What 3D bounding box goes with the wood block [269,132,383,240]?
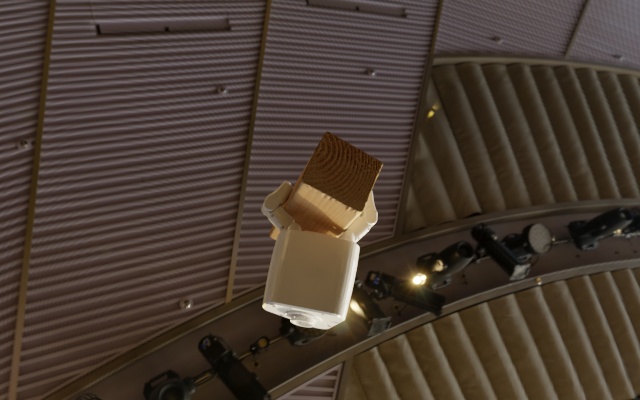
[{"bbox_3d":[0.000,0.003,0.706,0.091,0.090,0.206,28,-29,-5],"label":"wood block"}]
